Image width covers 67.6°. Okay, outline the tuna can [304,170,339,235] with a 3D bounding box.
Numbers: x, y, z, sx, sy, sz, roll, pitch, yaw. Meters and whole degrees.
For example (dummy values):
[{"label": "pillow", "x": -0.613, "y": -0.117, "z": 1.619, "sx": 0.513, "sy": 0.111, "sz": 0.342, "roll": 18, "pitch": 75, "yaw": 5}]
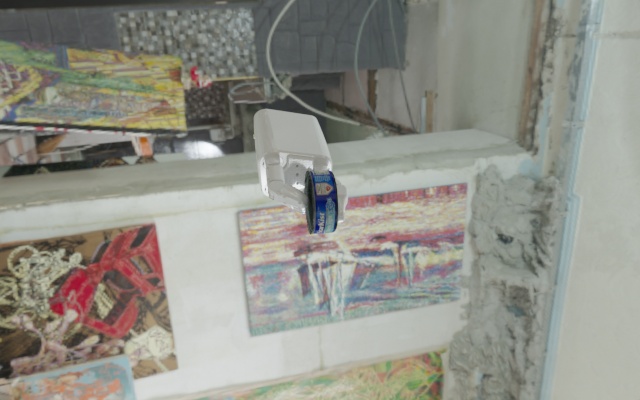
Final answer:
[{"label": "tuna can", "x": 0.001, "y": 0.002, "z": 0.642, "sx": 0.034, "sy": 0.086, "sz": 0.086, "roll": -3, "pitch": 0, "yaw": -9}]
